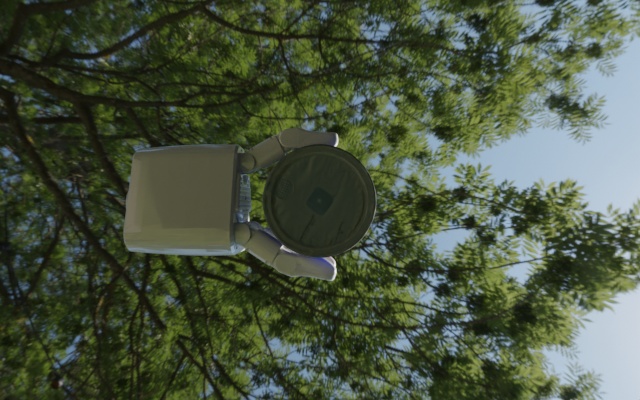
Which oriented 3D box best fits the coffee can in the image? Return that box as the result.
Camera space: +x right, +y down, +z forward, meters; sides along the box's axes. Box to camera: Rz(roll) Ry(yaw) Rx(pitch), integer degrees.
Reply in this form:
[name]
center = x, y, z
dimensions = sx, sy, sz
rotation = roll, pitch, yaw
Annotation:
[coffee can]
center = 0.000, 0.002, 0.497
dimensions = 0.103, 0.103, 0.140
rotation = 0, -1, 1
